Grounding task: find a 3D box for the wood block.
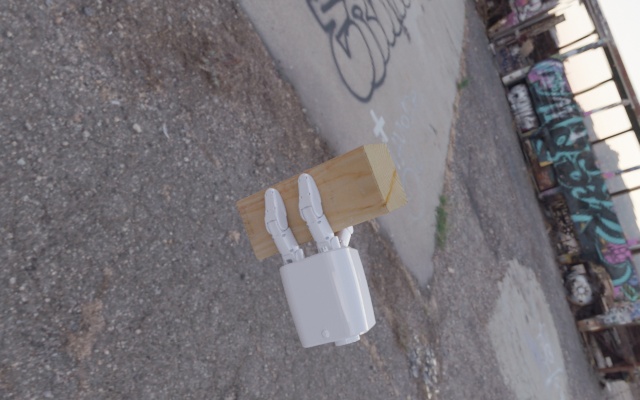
[{"bbox_3d":[0.000,0.002,0.655,0.206,0.090,0.091,-22,-2,27],"label":"wood block"}]
